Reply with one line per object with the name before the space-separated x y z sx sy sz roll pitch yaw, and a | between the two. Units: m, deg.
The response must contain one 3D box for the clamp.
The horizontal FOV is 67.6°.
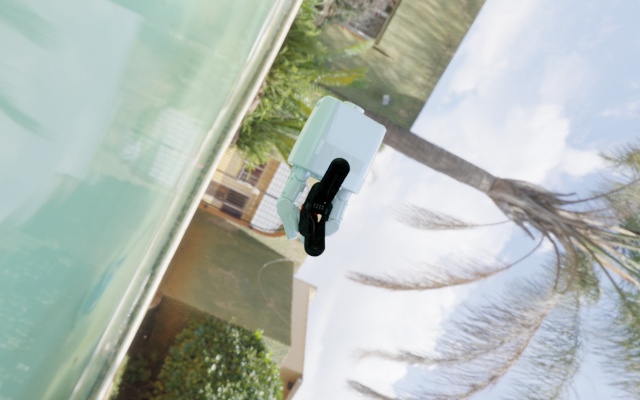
clamp | 0.001 0.002 0.624 0.039 0.120 0.171 25 2 -11
